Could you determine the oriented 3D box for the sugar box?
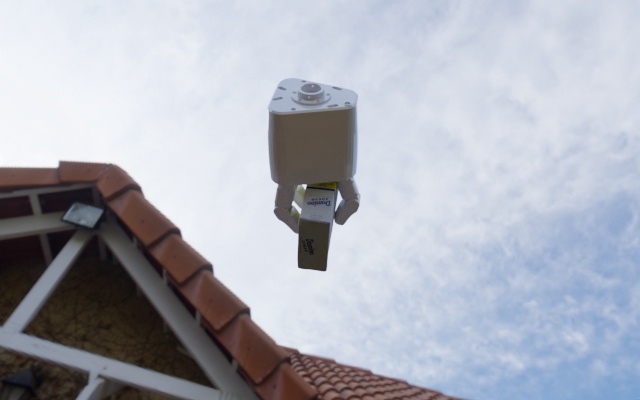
[{"bbox_3d":[0.000,0.002,0.666,0.048,0.093,0.176,8,41,5],"label":"sugar box"}]
